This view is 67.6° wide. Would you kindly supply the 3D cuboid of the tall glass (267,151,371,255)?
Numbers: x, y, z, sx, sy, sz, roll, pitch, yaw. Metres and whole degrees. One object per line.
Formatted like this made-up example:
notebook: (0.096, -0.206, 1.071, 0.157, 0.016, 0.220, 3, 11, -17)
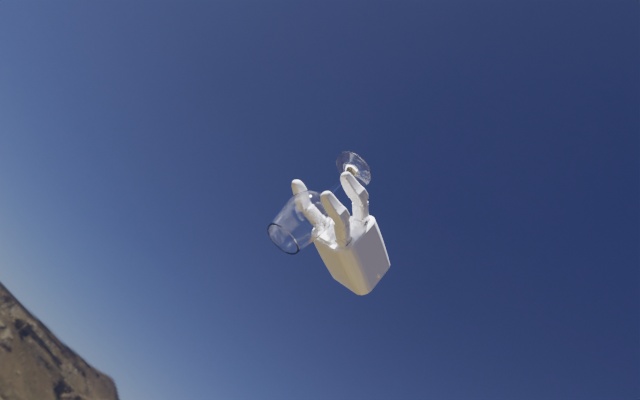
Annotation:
tall glass: (0.000, 0.002, 0.793, 0.079, 0.079, 0.201, 0, 35, 47)
